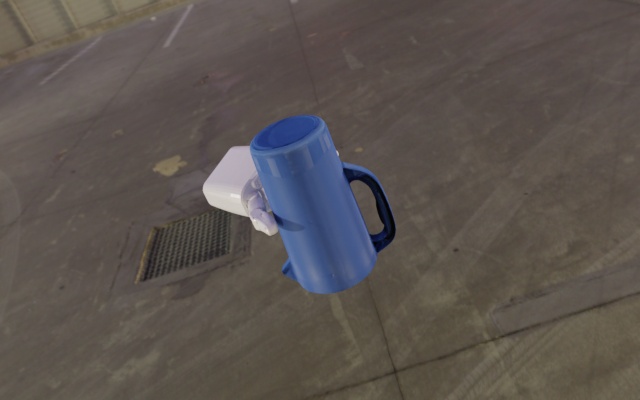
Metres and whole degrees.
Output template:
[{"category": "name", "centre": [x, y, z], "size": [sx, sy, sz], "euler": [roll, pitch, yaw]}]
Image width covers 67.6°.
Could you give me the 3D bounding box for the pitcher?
[{"category": "pitcher", "centre": [0.000, 0.002, 0.690], "size": [0.145, 0.243, 0.149], "euler": [12, 43, 42]}]
